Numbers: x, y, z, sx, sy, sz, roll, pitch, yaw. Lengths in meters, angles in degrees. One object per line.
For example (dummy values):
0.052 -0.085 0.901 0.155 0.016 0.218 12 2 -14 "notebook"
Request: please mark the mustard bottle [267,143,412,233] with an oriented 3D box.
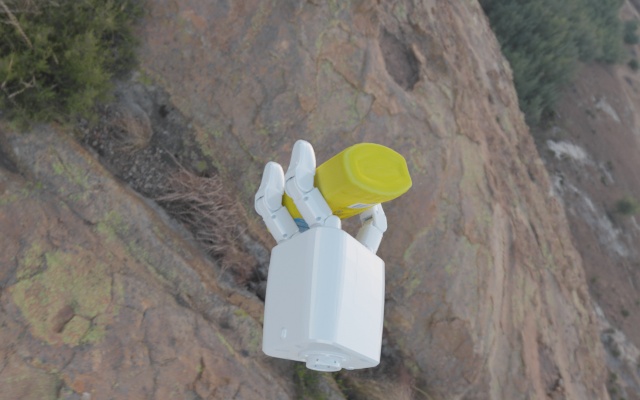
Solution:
0.000 0.001 0.528 0.096 0.058 0.192 -2 -19 -42 "mustard bottle"
